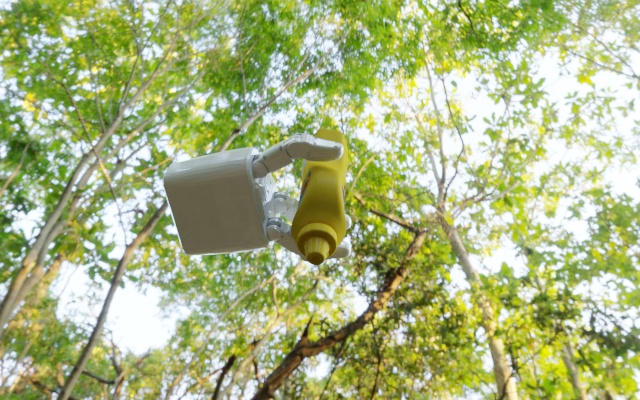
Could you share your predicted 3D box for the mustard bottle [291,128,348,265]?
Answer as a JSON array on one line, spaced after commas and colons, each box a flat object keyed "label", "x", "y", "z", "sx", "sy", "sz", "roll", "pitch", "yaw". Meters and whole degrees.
[{"label": "mustard bottle", "x": 0.000, "y": 0.002, "z": 0.542, "sx": 0.058, "sy": 0.096, "sz": 0.191, "roll": 11, "pitch": 35, "yaw": -4}]
